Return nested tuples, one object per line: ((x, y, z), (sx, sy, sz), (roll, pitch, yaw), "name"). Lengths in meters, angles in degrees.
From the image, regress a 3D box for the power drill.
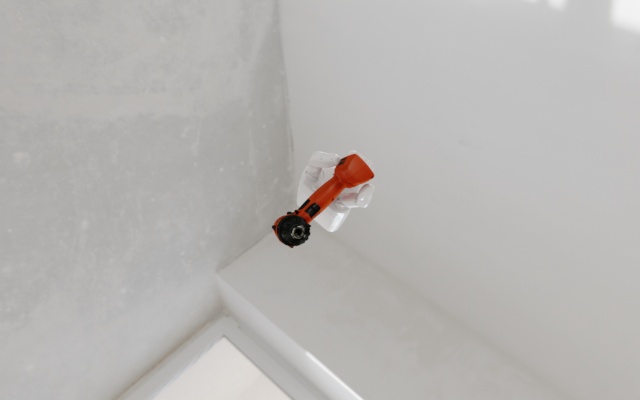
((0.000, 0.002, 0.793), (0.187, 0.057, 0.184), (-41, 8, -9), "power drill")
